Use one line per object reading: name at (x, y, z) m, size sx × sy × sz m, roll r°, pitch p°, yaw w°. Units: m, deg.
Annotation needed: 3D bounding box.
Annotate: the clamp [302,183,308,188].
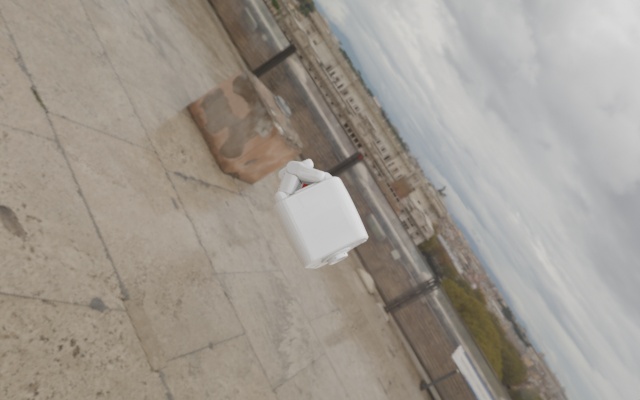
clamp at (0.001, 0.002, 0.851) m, size 0.039 × 0.120 × 0.171 m, roll -27°, pitch -14°, yaw 13°
